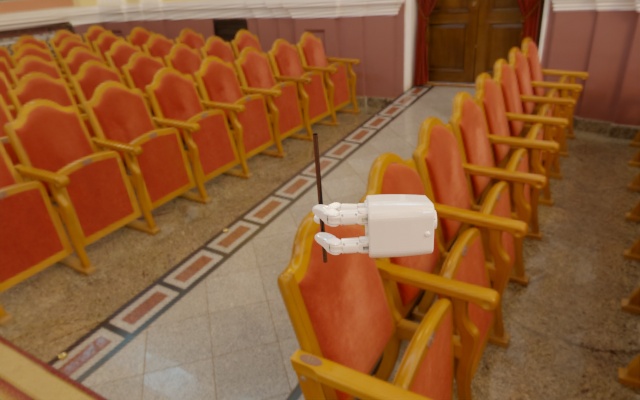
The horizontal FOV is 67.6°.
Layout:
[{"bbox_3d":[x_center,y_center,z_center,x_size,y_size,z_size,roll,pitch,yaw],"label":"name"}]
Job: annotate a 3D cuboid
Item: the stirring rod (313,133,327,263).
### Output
[{"bbox_3d":[0.000,0.003,0.808,0.011,0.240,0.011,-4,26,2],"label":"stirring rod"}]
